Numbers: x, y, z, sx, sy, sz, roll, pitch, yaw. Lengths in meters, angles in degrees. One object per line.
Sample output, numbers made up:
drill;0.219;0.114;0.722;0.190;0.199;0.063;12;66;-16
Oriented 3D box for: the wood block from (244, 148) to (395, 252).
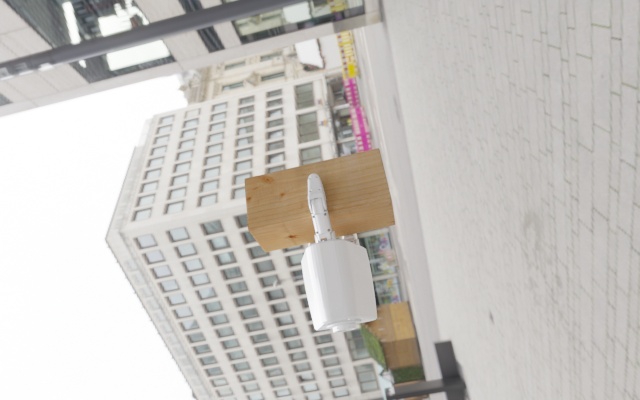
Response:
wood block;0.000;0.003;0.719;0.206;0.090;0.091;-12;-30;6
